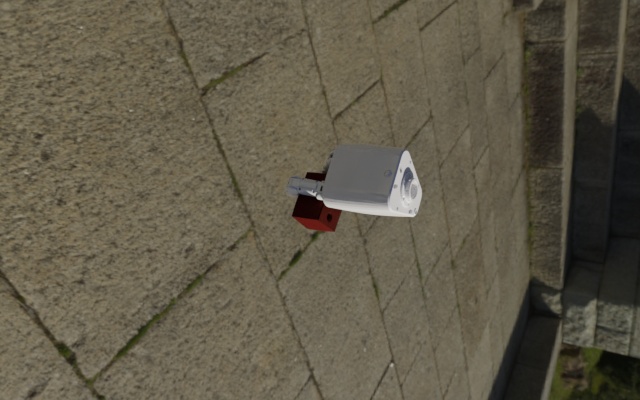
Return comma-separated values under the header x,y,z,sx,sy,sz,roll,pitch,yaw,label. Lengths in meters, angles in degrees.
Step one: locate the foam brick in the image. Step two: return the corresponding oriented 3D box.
x,y,z,sx,sy,sz,roll,pitch,yaw,label
0.000,0.003,0.730,0.051,0.078,0.053,8,-19,33,foam brick
